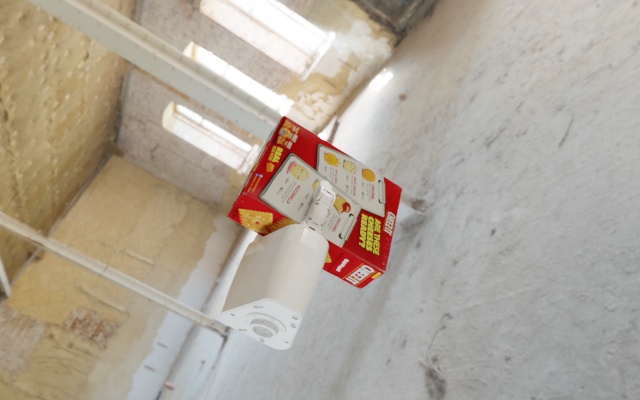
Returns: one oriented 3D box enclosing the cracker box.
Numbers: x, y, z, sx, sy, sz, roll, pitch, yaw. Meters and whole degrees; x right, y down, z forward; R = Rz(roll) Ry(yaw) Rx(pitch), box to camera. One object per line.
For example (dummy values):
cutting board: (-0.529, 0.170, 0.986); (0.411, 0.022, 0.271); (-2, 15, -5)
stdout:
cracker box: (0.000, 0.002, 0.675); (0.214, 0.164, 0.072); (31, -42, -12)
